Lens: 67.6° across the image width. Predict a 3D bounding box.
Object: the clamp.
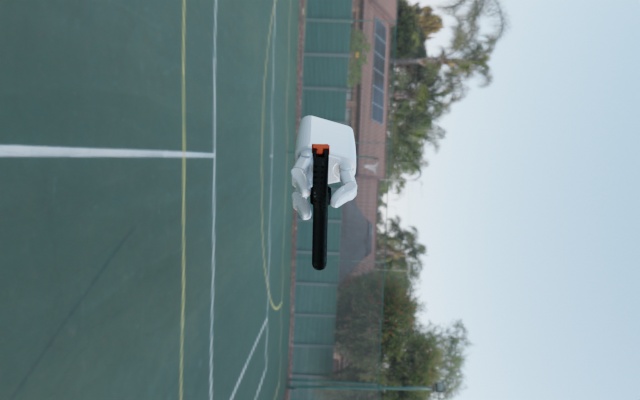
[{"bbox_3d":[0.001,0.002,0.809,0.036,0.210,0.164,0,44,0],"label":"clamp"}]
